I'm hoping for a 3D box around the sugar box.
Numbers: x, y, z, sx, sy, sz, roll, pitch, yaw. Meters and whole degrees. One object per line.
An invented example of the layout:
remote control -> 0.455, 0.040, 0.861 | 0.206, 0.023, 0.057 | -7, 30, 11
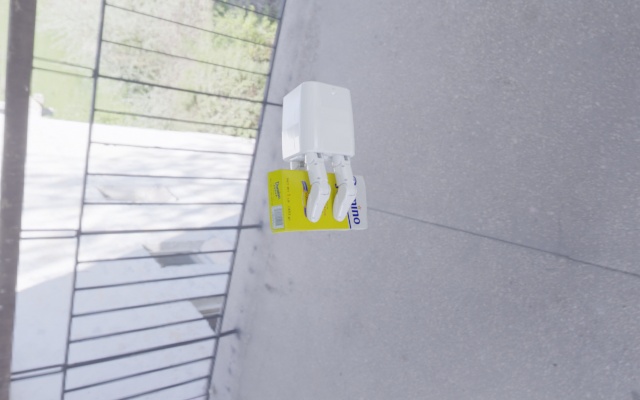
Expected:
sugar box -> 0.000, 0.002, 0.756 | 0.176, 0.093, 0.048 | 0, -6, -40
